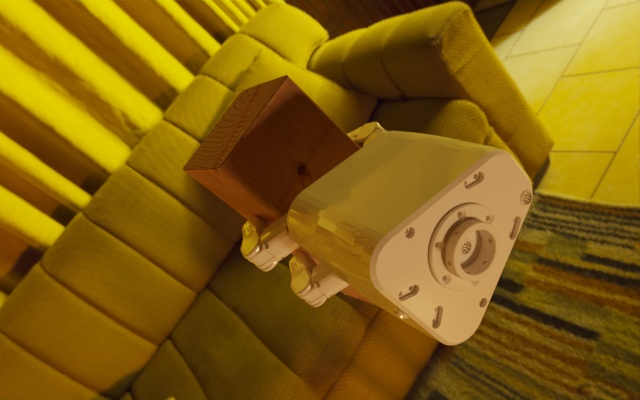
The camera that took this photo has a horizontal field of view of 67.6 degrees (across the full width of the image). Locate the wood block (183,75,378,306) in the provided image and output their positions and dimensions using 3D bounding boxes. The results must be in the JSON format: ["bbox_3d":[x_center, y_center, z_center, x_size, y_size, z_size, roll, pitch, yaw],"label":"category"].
[{"bbox_3d":[0.000,0.001,0.417,0.206,0.090,0.090,42,-19,-27],"label":"wood block"}]
